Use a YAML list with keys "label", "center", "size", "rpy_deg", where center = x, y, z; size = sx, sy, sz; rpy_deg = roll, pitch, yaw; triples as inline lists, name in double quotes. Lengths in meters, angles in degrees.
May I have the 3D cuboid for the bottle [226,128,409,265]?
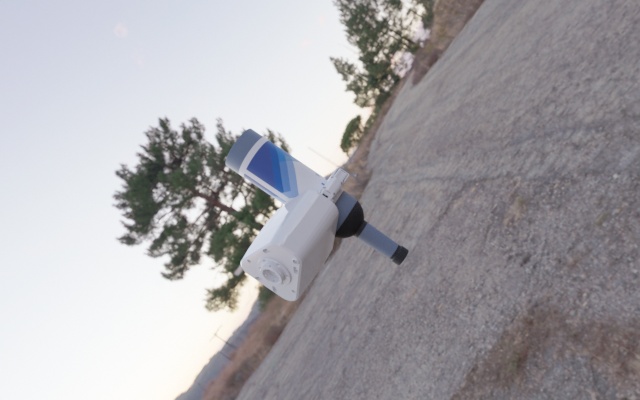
- label: "bottle"
  center: [0.000, 0.002, 0.706]
  size: [0.295, 0.069, 0.069]
  rpy_deg: [34, 1, 2]
